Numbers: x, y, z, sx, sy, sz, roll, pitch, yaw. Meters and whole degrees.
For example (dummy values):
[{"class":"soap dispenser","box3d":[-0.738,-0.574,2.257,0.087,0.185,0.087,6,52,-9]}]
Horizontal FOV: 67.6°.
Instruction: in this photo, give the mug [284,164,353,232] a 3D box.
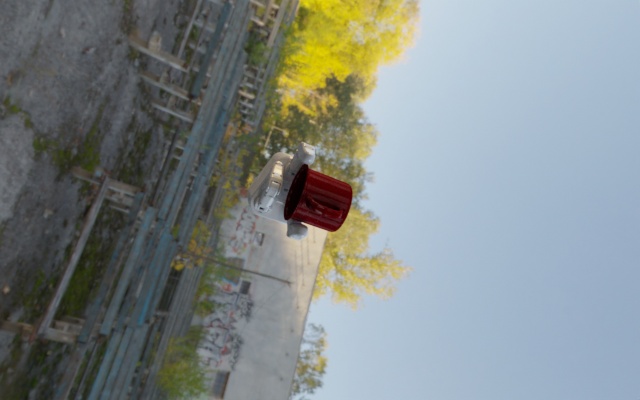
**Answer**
[{"class":"mug","box3d":[0.001,0.003,0.730,0.081,0.093,0.117,20,7,-16]}]
